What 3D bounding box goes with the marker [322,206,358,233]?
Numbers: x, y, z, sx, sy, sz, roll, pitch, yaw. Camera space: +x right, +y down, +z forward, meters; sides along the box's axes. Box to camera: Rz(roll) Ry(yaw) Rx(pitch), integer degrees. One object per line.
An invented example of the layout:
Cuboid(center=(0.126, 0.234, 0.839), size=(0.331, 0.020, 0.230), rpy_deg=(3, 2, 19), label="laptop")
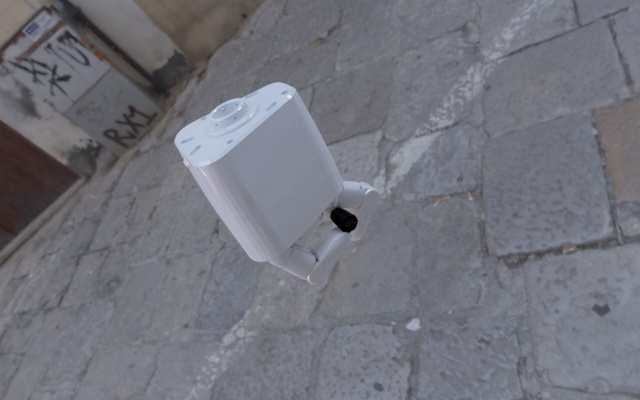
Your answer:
Cuboid(center=(0.000, 0.002, 0.482), size=(0.020, 0.020, 0.121), rpy_deg=(0, 21, -31), label="marker")
